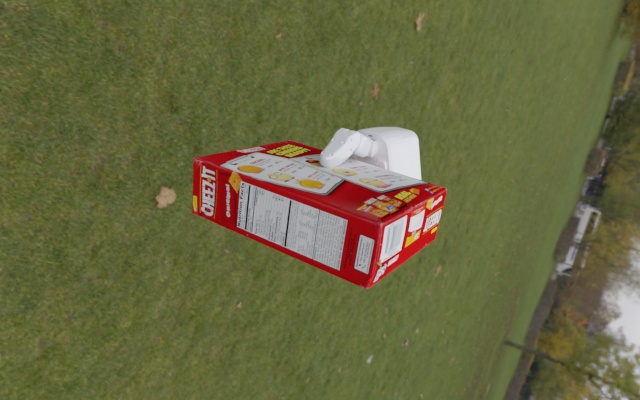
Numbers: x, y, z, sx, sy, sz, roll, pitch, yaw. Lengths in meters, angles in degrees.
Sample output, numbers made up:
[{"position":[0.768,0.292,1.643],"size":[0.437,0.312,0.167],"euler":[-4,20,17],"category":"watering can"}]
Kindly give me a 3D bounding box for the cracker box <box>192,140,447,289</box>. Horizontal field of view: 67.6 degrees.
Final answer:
[{"position":[0.000,0.002,0.500],"size":[0.213,0.072,0.164],"euler":[19,22,28],"category":"cracker box"}]
